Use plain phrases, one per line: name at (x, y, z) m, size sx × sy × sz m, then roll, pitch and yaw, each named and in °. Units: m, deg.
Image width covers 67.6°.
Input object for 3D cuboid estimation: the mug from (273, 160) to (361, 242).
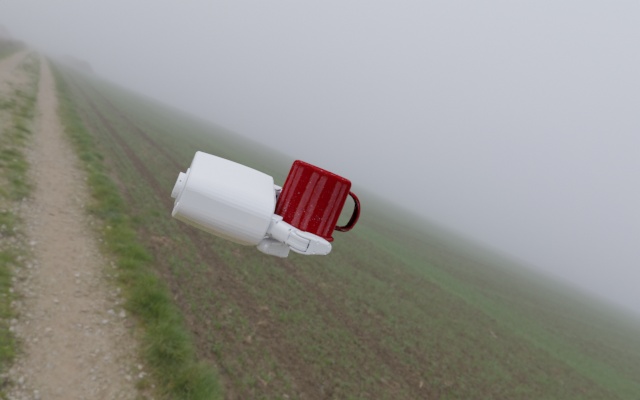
mug at (0.001, 0.002, 0.622) m, size 0.117 × 0.081 × 0.093 m, roll 21°, pitch 5°, yaw -18°
